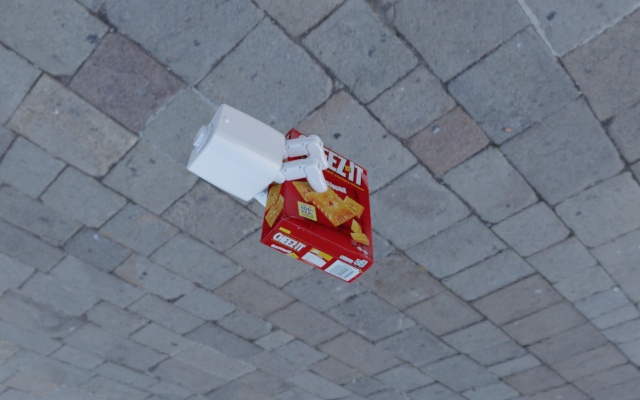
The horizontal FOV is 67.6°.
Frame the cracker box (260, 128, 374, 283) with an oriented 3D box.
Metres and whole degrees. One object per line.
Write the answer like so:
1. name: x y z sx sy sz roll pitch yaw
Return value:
1. cracker box: 0.000 0.003 0.757 0.164 0.213 0.072 28 -51 -23
